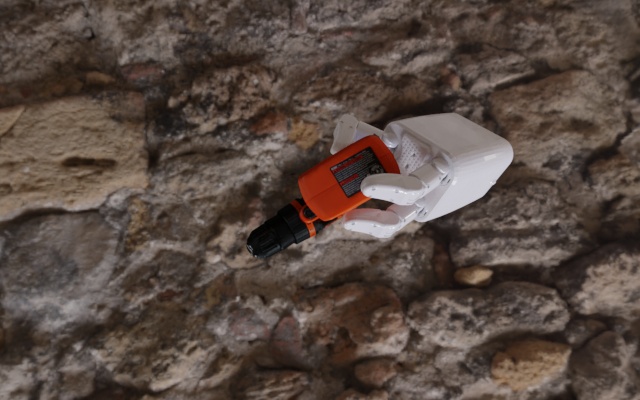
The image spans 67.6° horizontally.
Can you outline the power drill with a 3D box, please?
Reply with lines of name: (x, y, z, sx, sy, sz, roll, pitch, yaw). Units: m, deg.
power drill: (0.000, 0.002, 0.547, 0.184, 0.057, 0.188, -33, -3, -16)
